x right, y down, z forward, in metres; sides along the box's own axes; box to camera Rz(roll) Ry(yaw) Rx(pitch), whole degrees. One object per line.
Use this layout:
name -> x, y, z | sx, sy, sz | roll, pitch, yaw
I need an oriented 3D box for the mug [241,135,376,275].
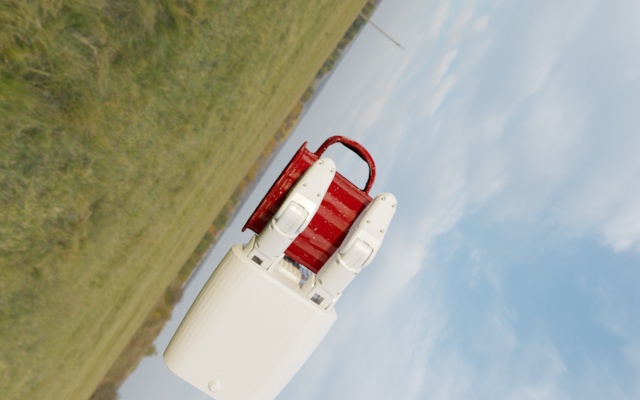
mug -> 0.001, 0.000, 0.402 | 0.081, 0.117, 0.093 | 36, 5, -7
